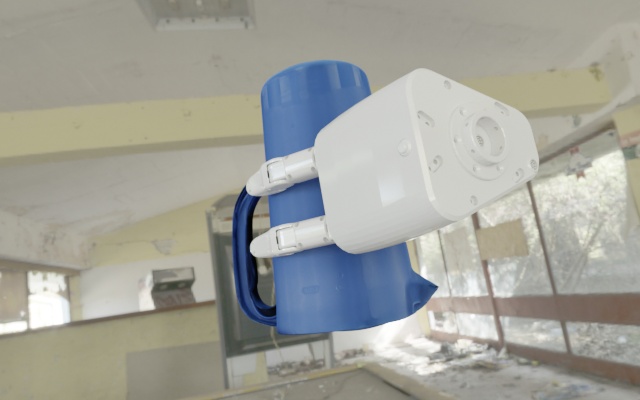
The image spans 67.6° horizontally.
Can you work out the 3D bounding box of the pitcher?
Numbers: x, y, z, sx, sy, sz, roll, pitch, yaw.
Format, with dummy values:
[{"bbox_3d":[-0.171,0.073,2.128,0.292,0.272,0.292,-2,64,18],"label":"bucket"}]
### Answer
[{"bbox_3d":[0.000,0.001,0.456,0.149,0.242,0.145,-3,-11,-28],"label":"pitcher"}]
